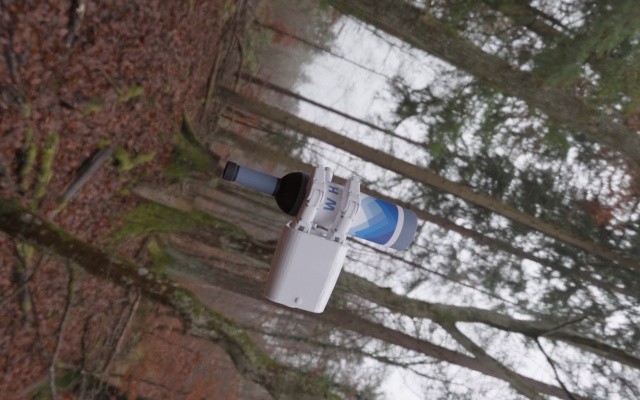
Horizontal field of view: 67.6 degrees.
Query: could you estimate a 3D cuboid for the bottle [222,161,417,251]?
[{"bbox_3d":[0.000,0.002,0.709,0.296,0.069,0.069,19,-5,-16],"label":"bottle"}]
